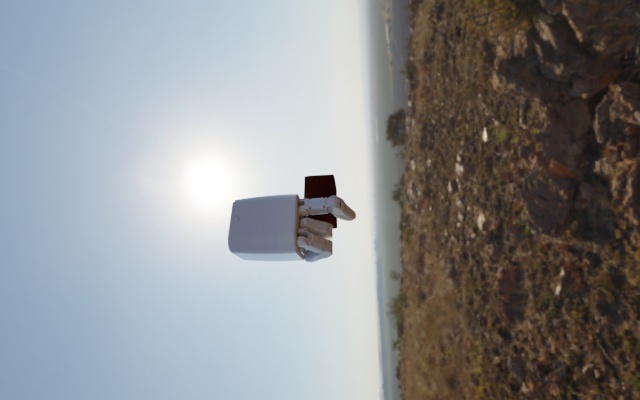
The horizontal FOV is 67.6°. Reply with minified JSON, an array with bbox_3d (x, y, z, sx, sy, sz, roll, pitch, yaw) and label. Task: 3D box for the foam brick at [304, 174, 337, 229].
[{"bbox_3d":[0.000,0.002,0.793,0.051,0.078,0.053,-3,-33,6],"label":"foam brick"}]
